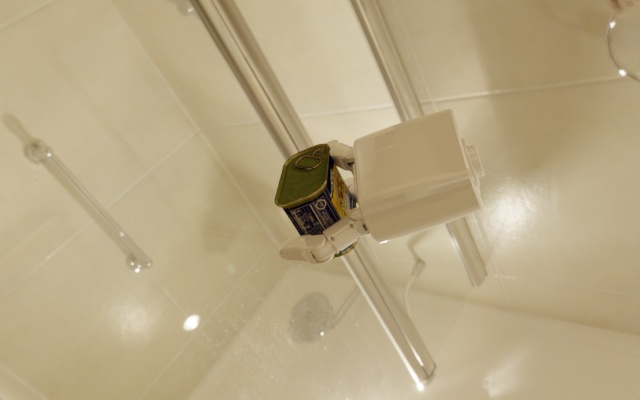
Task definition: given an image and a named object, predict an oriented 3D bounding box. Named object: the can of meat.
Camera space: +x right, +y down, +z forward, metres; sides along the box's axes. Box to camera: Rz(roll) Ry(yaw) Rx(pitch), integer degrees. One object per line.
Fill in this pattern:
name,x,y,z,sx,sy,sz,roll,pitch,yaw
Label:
can of meat,0.000,0.002,0.512,0.057,0.084,0.102,-21,31,18
